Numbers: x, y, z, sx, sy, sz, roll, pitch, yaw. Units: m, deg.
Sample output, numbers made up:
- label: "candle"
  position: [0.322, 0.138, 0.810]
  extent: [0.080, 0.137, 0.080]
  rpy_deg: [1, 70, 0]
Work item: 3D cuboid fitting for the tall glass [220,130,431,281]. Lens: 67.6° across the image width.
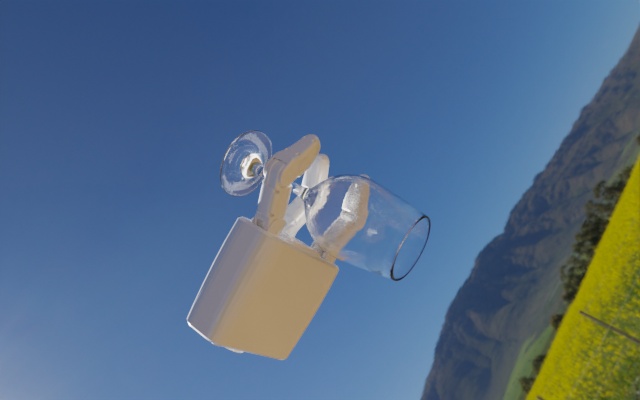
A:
- label: "tall glass"
  position: [0.000, 0.001, 0.450]
  extent: [0.201, 0.079, 0.079]
  rpy_deg: [27, 14, 30]
